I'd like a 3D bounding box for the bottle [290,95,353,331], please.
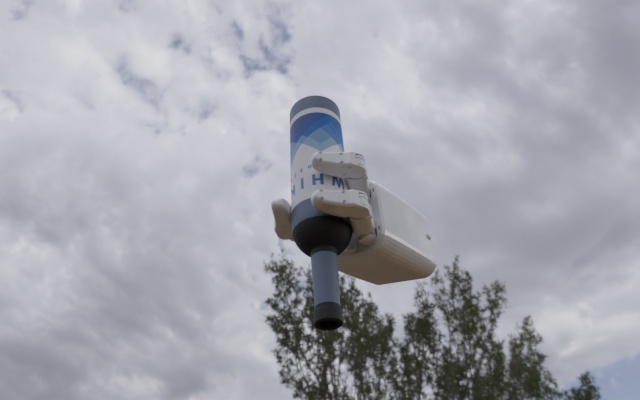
[{"bbox_3d":[0.000,0.002,0.537,0.069,0.295,0.069,-2,-39,-2],"label":"bottle"}]
